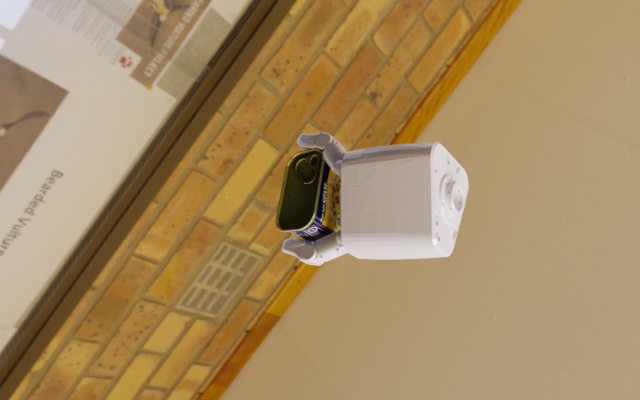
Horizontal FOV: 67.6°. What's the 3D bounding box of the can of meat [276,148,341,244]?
[{"bbox_3d":[0.000,0.002,0.576,0.057,0.102,0.084,-8,-27,37],"label":"can of meat"}]
